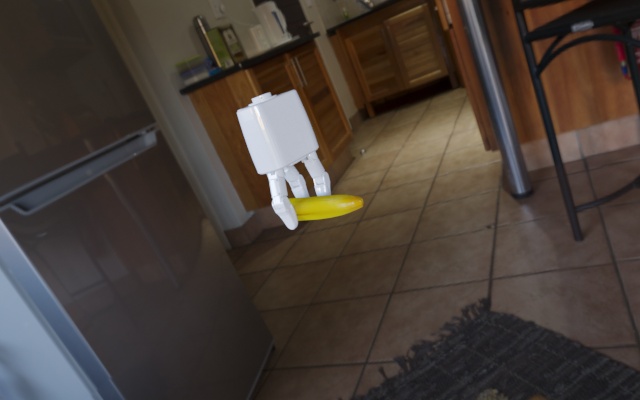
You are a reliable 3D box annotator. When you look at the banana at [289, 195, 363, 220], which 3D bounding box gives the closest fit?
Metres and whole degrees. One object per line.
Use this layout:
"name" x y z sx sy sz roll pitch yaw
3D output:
"banana" -0.016 0.009 0.796 0.069 0.037 0.198 -25 14 -35
